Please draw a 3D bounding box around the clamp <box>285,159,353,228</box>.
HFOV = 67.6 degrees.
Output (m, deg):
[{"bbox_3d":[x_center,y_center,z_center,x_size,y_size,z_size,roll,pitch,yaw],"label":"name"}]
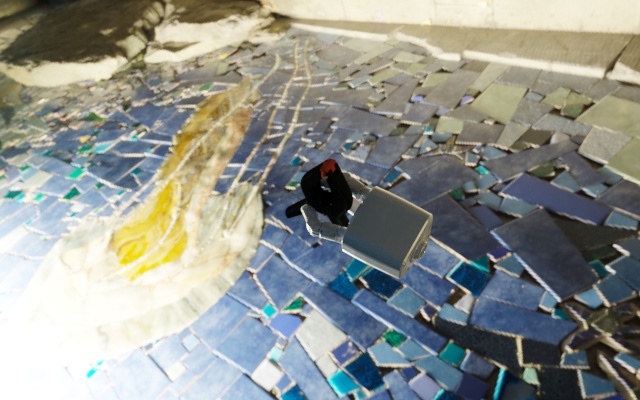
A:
[{"bbox_3d":[0.000,0.003,0.810,0.164,0.036,0.210,23,-33,22],"label":"clamp"}]
